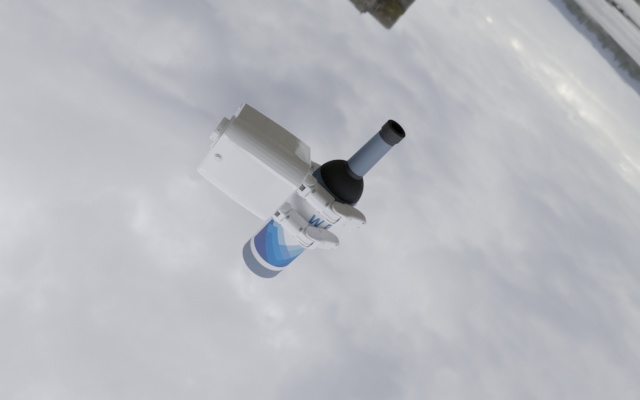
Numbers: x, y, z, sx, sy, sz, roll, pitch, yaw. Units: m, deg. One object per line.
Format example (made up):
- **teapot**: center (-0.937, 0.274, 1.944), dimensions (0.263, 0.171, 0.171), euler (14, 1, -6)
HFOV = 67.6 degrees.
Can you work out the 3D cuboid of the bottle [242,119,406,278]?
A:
- **bottle**: center (0.000, 0.002, 0.627), dimensions (0.069, 0.069, 0.296), euler (0, -35, -47)
